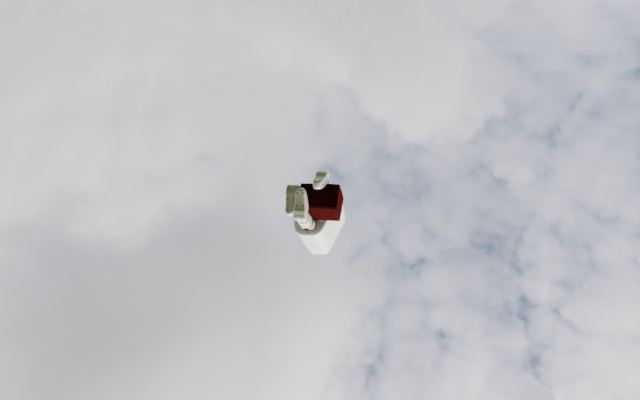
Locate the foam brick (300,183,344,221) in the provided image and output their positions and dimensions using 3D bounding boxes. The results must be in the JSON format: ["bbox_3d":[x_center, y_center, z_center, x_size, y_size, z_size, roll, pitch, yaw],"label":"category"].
[{"bbox_3d":[0.000,0.003,0.895,0.078,0.053,0.051,3,-30,15],"label":"foam brick"}]
